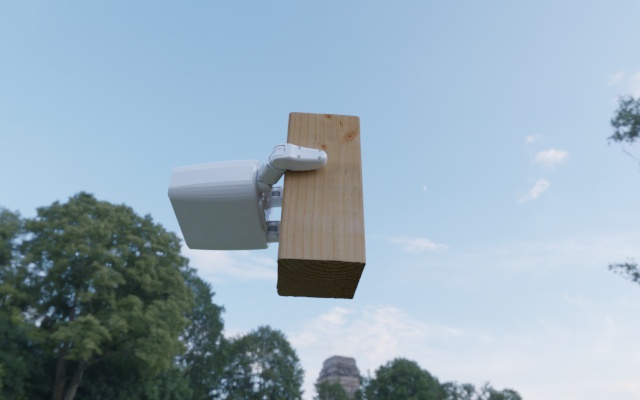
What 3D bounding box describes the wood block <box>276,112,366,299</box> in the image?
[{"bbox_3d":[0.000,0.002,0.564,0.090,0.206,0.091,3,-35,-3],"label":"wood block"}]
